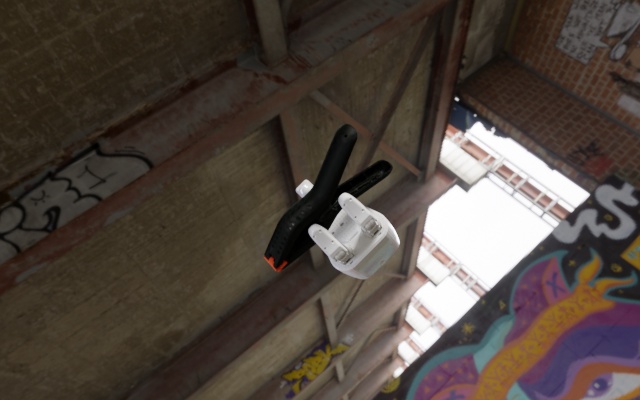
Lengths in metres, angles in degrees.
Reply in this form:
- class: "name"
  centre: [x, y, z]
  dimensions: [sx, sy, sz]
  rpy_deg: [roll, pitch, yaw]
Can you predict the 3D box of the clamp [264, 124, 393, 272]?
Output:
- class: "clamp"
  centre: [-0.001, 0.002, 0.603]
  dimensions: [0.036, 0.210, 0.165]
  rpy_deg: [44, 1, 26]
